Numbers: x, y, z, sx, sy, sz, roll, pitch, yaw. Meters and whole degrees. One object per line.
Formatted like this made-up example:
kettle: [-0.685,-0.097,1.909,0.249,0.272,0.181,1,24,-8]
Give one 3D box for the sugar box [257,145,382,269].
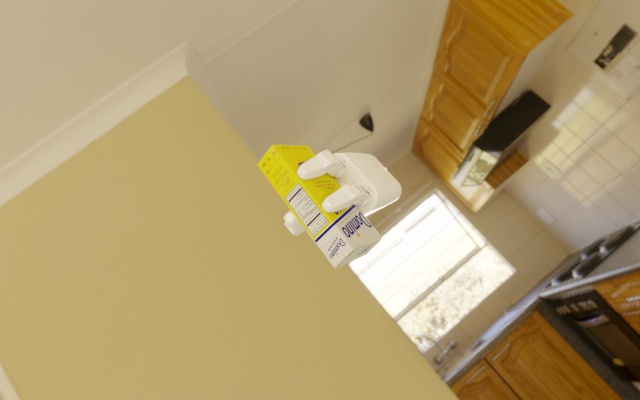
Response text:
sugar box: [0.000,0.002,0.639,0.048,0.176,0.093,-49,-18,25]
